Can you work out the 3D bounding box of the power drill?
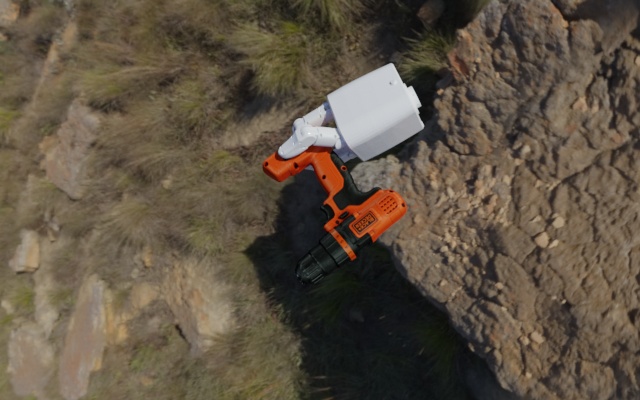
[{"bbox_3d":[0.000,0.002,0.683,0.184,0.187,0.057,-37,-13,-7],"label":"power drill"}]
